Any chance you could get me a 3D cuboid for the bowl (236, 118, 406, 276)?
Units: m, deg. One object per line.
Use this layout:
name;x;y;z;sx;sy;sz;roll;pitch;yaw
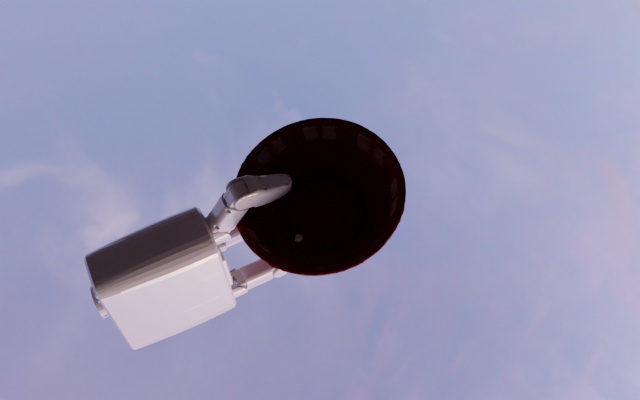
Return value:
bowl;0.001;0.001;0.462;0.162;0.162;0.055;0;-25;9
